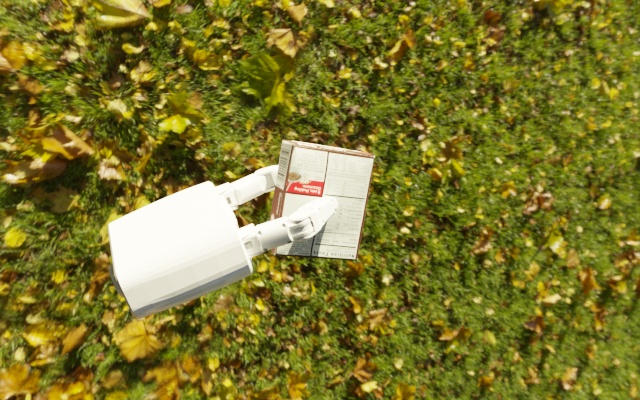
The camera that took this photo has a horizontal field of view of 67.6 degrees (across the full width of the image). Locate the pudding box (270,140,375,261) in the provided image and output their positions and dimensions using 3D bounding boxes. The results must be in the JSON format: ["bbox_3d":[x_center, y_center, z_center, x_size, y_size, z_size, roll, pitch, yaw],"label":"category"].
[{"bbox_3d":[0.000,0.002,0.480,0.090,0.113,0.039,6,11,-21],"label":"pudding box"}]
